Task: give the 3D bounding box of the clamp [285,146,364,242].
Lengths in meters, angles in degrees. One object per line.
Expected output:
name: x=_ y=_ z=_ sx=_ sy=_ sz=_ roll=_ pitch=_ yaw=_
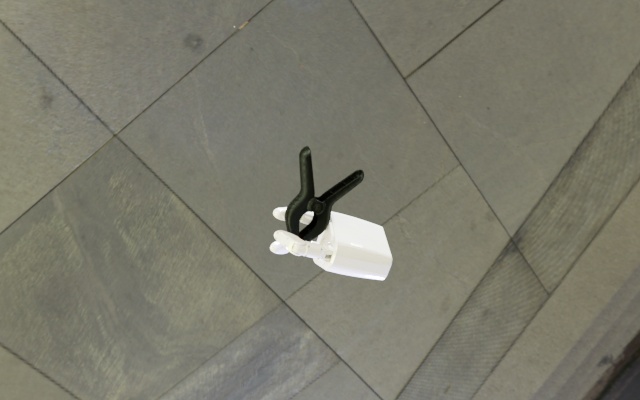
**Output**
clamp: x=0.000 y=0.003 z=0.798 sx=0.120 sy=0.171 sz=0.039 roll=14 pitch=17 yaw=-17
